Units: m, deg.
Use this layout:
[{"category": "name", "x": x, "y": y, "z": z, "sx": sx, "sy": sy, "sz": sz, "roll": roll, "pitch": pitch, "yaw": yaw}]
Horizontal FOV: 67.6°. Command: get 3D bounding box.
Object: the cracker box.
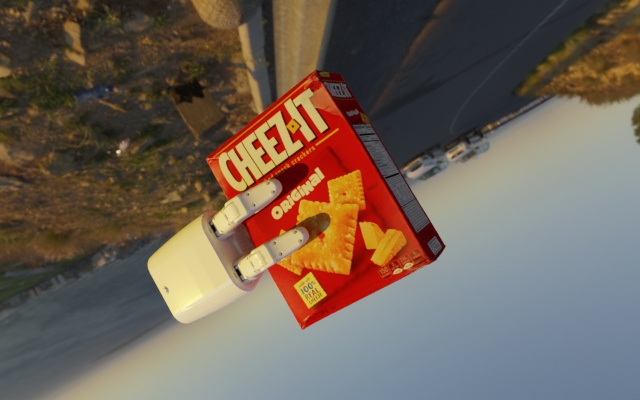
[{"category": "cracker box", "x": 0.000, "y": 0.002, "z": 0.497, "sx": 0.164, "sy": 0.213, "sz": 0.072, "roll": -33, "pitch": -5, "yaw": 25}]
